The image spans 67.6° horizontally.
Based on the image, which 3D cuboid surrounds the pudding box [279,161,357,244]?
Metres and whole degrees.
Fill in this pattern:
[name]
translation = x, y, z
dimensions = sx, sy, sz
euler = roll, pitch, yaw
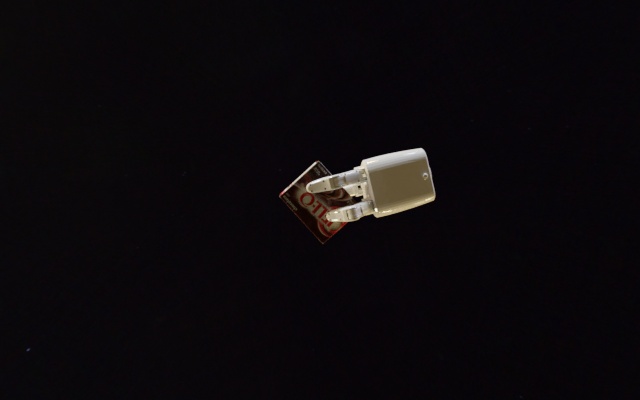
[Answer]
[pudding box]
translation = 0.000, 0.003, 0.813
dimensions = 0.090, 0.113, 0.039
euler = -42, 5, 1
